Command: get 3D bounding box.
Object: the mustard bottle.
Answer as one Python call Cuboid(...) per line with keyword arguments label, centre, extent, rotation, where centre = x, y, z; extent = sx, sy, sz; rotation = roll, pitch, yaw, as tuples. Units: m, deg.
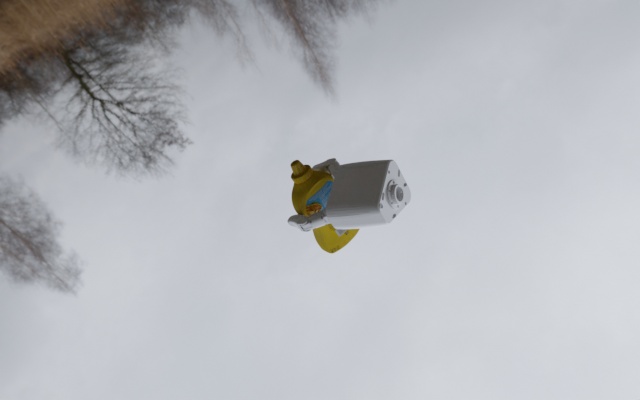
Cuboid(label="mustard bottle", centre=(0.000, 0.003, 0.889), extent=(0.096, 0.192, 0.058), rotation=(-43, 31, -17))
